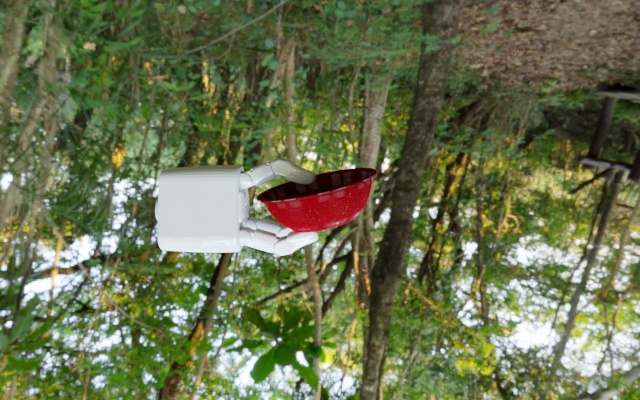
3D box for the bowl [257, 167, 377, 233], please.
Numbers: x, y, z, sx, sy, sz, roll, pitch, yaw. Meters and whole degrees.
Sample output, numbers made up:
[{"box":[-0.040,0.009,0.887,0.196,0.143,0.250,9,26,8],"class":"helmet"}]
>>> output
[{"box":[0.001,0.002,0.633,0.162,0.055,0.162,-13,11,3],"class":"bowl"}]
